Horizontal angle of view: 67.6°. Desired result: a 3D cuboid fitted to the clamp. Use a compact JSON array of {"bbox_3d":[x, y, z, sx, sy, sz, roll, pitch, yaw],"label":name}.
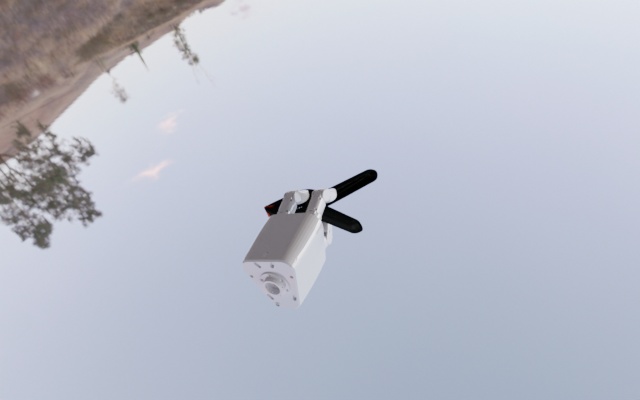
[{"bbox_3d":[0.000,0.004,0.852,0.210,0.036,0.164,-4,34,29],"label":"clamp"}]
